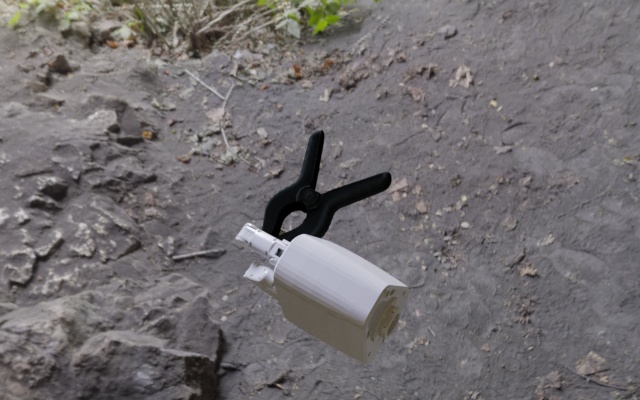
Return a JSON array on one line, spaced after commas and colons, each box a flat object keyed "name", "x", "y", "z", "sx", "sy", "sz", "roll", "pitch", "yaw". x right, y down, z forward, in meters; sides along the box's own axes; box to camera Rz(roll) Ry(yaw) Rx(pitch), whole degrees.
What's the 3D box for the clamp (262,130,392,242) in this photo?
[{"name": "clamp", "x": 0.000, "y": 0.002, "z": 0.560, "sx": 0.120, "sy": 0.171, "sz": 0.039, "roll": 25, "pitch": -17, "yaw": 27}]
